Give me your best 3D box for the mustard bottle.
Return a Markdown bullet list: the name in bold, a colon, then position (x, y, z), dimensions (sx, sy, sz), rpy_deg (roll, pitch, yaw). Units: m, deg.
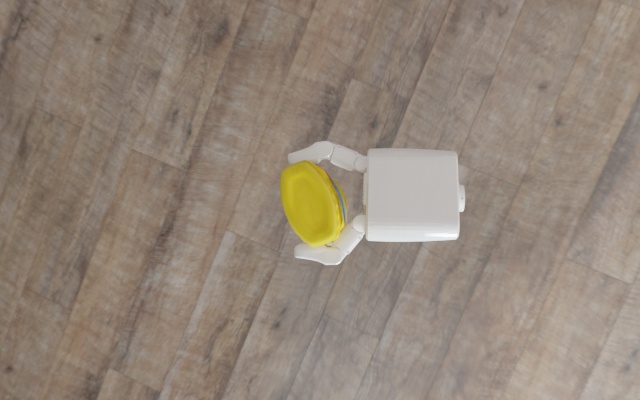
- **mustard bottle**: position (0.000, 0.002, 0.612), dimensions (0.058, 0.096, 0.191), rpy_deg (-24, -2, 8)
